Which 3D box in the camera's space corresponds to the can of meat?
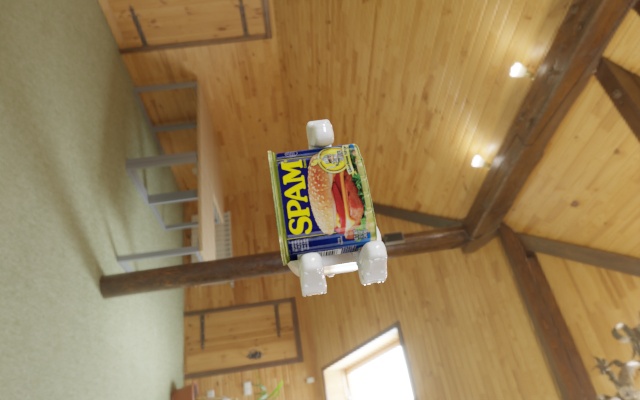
[{"bbox_3d":[0.000,0.001,0.435,0.084,0.102,0.057,-8,-19,-4],"label":"can of meat"}]
